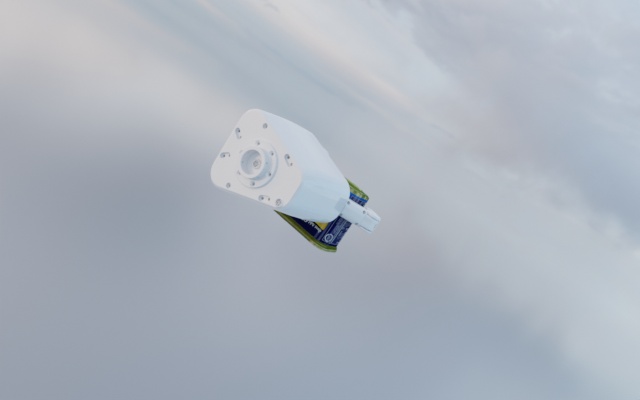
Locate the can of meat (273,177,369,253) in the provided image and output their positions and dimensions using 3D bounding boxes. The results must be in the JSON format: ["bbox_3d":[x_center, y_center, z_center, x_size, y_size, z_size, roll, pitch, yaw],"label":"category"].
[{"bbox_3d":[0.000,0.002,0.604,0.102,0.084,0.057,39,11,29],"label":"can of meat"}]
